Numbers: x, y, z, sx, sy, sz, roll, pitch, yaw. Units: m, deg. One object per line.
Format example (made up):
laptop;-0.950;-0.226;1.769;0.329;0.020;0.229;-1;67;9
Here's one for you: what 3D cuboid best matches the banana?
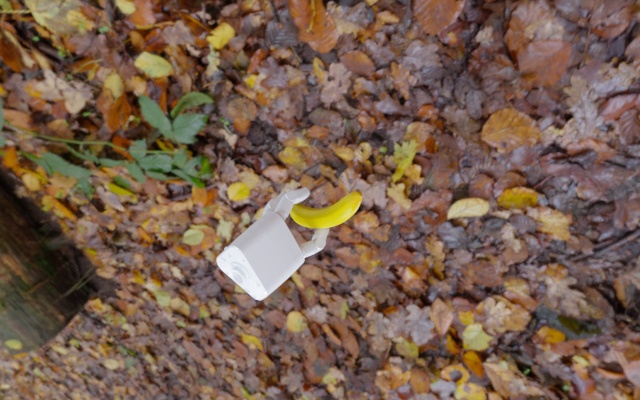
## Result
banana;0.004;0.020;0.891;0.198;0.070;0.037;-2;26;43
